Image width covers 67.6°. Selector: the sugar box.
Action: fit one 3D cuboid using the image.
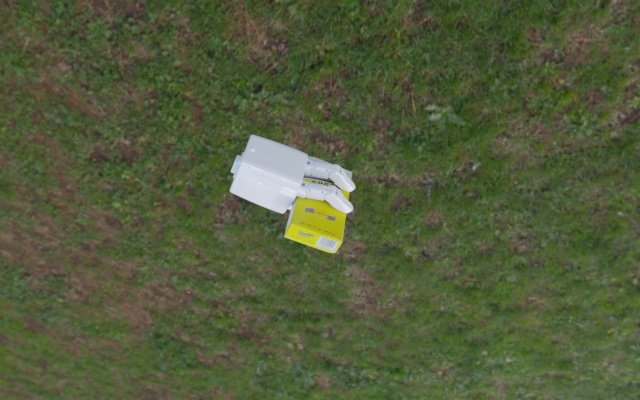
[{"bbox_3d":[0.000,0.002,0.844,0.093,0.176,0.048,20,-43,-10],"label":"sugar box"}]
